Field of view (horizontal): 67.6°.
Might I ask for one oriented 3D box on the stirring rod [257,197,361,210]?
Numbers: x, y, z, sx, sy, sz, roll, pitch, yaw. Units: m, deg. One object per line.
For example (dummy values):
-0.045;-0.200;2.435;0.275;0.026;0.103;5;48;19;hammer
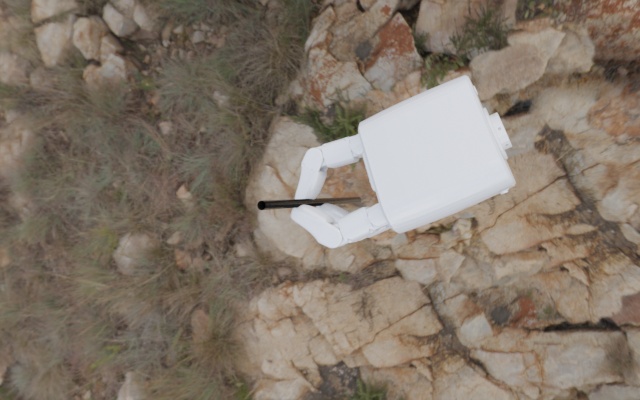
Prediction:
0.000;0.002;0.500;0.011;0.011;0.239;0;1;24;stirring rod
